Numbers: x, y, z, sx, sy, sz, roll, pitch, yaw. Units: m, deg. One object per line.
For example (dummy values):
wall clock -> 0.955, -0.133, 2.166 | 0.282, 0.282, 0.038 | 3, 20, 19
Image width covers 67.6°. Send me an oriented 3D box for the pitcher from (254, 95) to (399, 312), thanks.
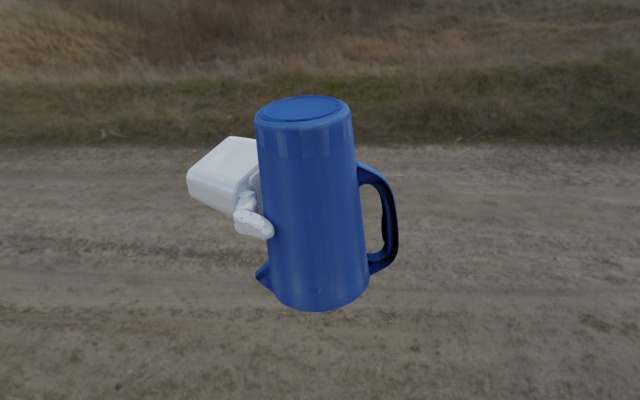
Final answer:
pitcher -> 0.000, 0.002, 0.583 | 0.145, 0.243, 0.149 | 19, 36, 37
